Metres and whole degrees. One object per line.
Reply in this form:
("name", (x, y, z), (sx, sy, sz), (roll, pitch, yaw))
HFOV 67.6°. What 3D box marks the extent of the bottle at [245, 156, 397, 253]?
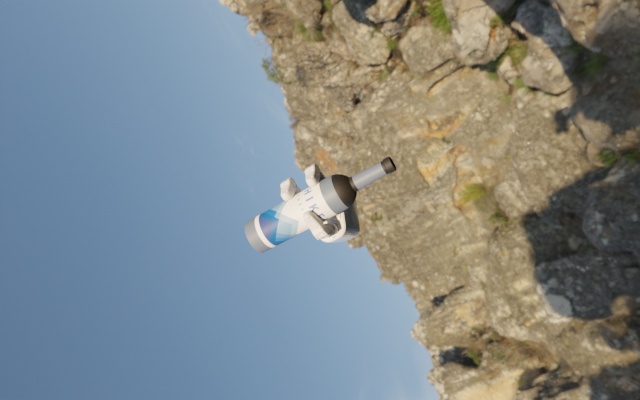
("bottle", (0.000, 0.003, 0.858), (0.296, 0.069, 0.069), (-28, -9, 18))
